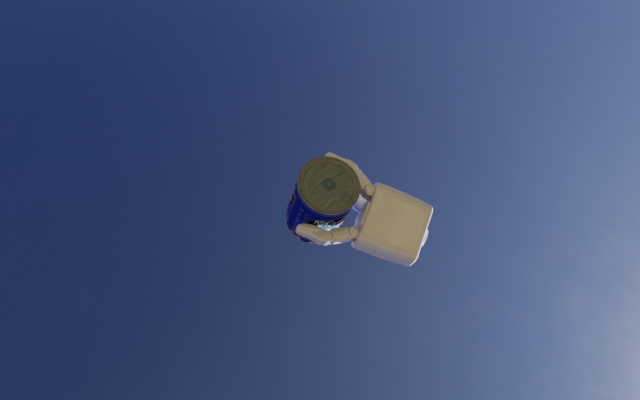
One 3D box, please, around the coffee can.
[{"bbox_3d":[0.000,0.003,0.819,0.103,0.102,0.140,0,-24,-13],"label":"coffee can"}]
